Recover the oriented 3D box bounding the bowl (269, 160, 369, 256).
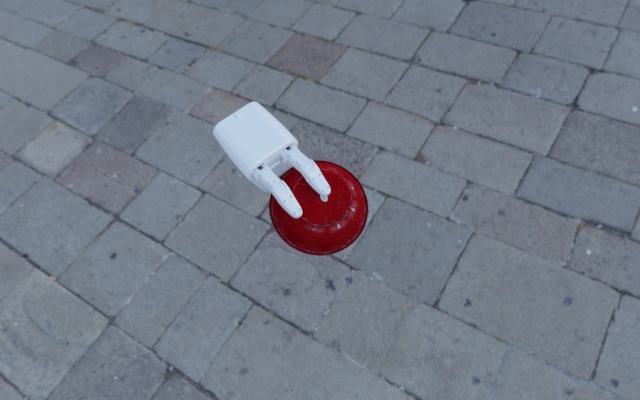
[{"bbox_3d":[0.001,0.003,0.748,0.162,0.162,0.055,0,-17,-6],"label":"bowl"}]
